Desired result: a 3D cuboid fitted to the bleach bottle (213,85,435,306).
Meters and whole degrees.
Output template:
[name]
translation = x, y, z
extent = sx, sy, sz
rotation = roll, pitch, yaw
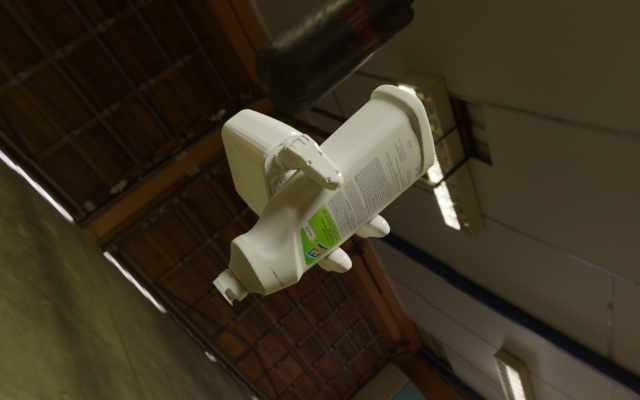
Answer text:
[bleach bottle]
translation = 0.000, 0.002, 0.461
extent = 0.251, 0.103, 0.068
rotation = -40, 43, -14
